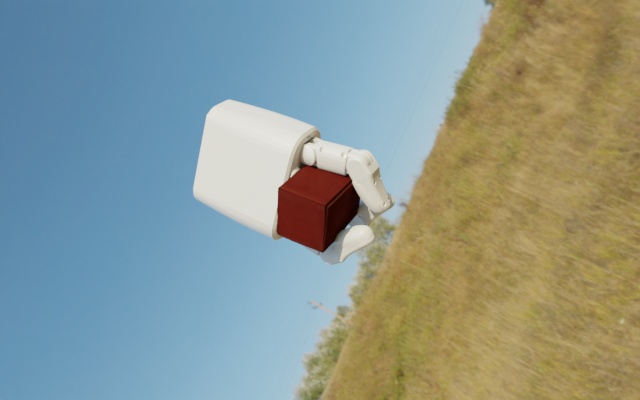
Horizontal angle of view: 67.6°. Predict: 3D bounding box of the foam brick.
[{"bbox_3d":[0.000,0.002,0.447,0.051,0.053,0.078,20,36,21],"label":"foam brick"}]
